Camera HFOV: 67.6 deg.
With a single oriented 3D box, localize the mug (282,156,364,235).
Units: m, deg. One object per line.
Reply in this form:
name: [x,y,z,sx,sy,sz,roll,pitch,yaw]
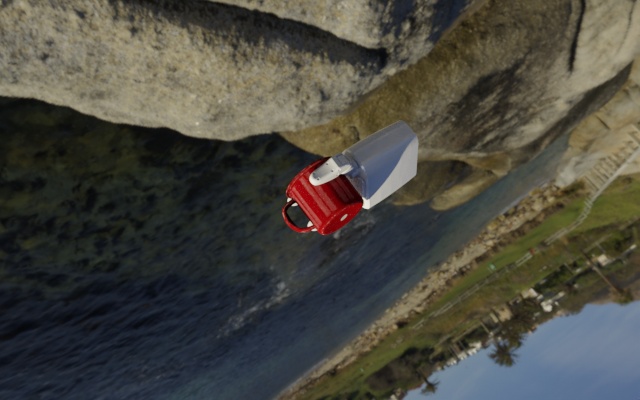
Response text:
mug: [-0.001,0.003,0.701,0.117,0.081,0.093,-33,-19,-13]
